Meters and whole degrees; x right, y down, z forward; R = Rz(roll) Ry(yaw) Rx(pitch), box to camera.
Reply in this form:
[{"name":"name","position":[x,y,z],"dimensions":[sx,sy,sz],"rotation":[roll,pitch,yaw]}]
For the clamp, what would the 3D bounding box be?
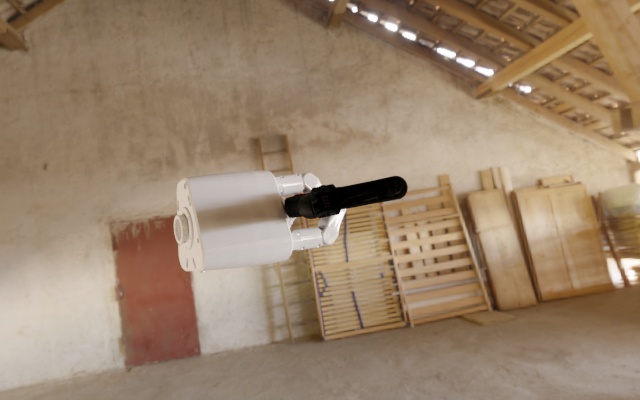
[{"name":"clamp","position":[0.000,0.001,0.532],"dimensions":[0.120,0.039,0.171],"rotation":[-5,-4,-33]}]
